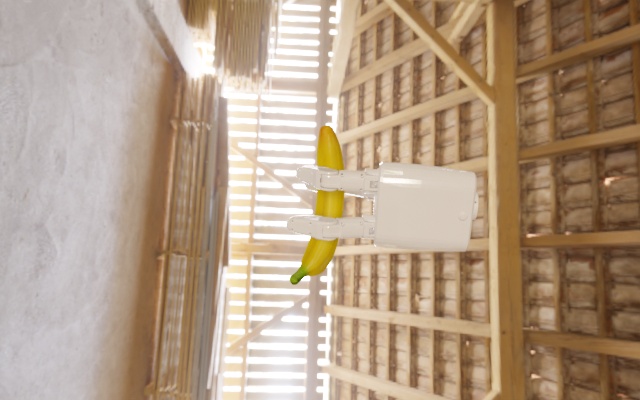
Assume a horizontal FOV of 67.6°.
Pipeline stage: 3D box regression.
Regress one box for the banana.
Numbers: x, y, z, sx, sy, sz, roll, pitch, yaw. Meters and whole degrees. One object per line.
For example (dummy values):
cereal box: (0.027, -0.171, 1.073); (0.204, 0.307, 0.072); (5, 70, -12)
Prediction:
banana: (0.006, 0.009, 0.596); (0.037, 0.197, 0.069); (7, -8, 21)
